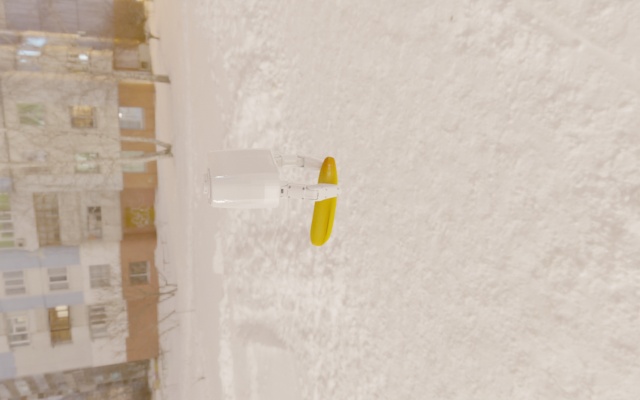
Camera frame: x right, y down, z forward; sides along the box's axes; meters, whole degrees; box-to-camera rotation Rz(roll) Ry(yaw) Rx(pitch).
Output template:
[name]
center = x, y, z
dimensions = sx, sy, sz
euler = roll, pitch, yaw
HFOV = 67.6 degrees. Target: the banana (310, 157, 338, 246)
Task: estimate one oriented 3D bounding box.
[banana]
center = 0.003, 0.018, 0.827
dimensions = 0.037, 0.198, 0.069
euler = -2, 45, -13
